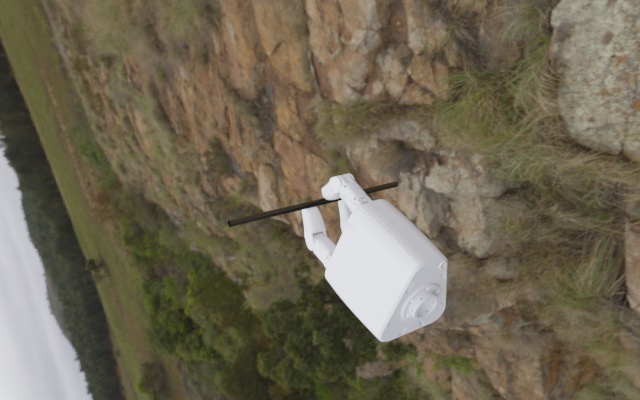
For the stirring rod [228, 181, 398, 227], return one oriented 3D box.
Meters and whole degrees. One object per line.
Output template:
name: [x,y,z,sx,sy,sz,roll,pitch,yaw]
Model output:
stirring rod: [0.000,0.002,0.597,0.239,0.011,0.011,-13,6,-28]
